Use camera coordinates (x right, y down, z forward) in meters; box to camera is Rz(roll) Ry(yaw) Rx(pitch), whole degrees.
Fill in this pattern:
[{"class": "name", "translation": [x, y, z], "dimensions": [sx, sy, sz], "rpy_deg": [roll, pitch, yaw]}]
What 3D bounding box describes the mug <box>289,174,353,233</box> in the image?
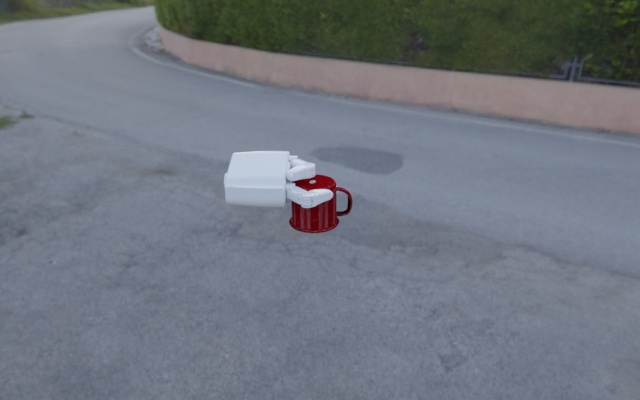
[{"class": "mug", "translation": [0.002, 0.003, 0.870], "dimensions": [0.117, 0.081, 0.093], "rpy_deg": [0, 24, 0]}]
